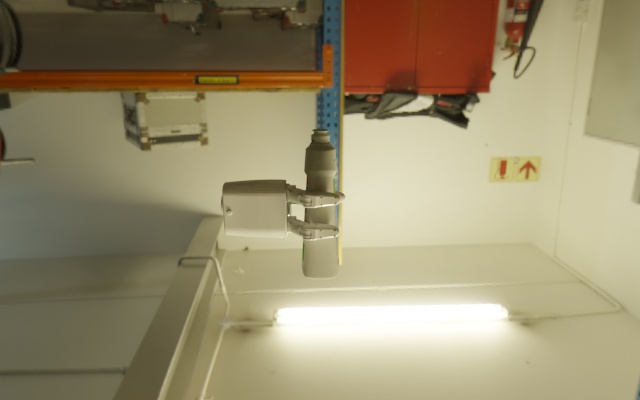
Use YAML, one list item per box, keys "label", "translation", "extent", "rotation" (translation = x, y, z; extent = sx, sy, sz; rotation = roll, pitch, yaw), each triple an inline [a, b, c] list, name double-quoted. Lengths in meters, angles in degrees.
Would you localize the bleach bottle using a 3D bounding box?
- label: "bleach bottle"
  translation: [0.000, 0.003, 0.823]
  extent: [0.068, 0.251, 0.102]
  rotation: [0, 16, 0]
